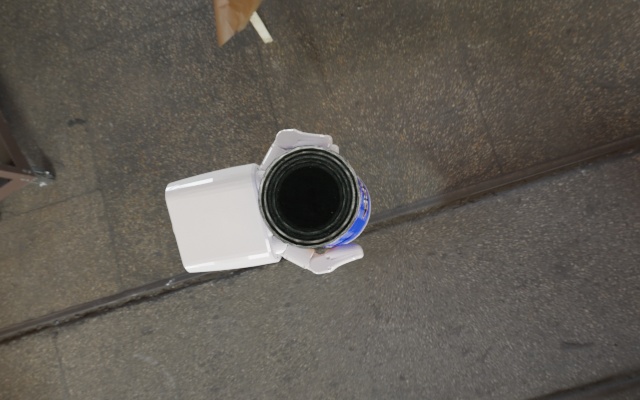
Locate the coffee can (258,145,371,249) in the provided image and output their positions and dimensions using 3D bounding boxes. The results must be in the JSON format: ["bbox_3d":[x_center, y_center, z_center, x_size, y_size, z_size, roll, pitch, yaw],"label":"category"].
[{"bbox_3d":[0.000,0.002,0.532,0.103,0.103,0.140,0,-5,10],"label":"coffee can"}]
